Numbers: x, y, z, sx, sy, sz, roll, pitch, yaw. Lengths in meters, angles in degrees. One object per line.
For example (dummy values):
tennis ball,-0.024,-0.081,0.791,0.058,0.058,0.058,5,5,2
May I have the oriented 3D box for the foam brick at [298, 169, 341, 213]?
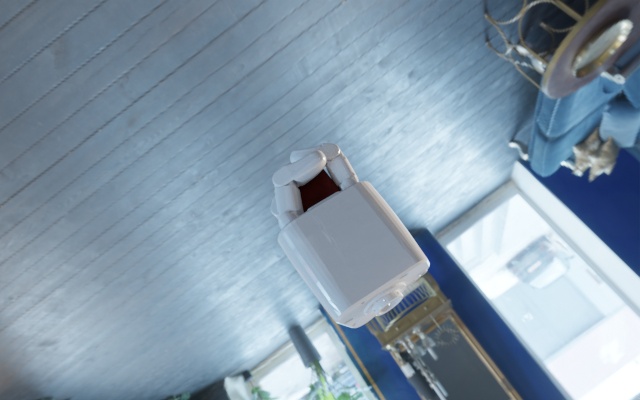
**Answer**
foam brick,0.000,0.002,0.542,0.053,0.051,0.078,-39,-26,3
